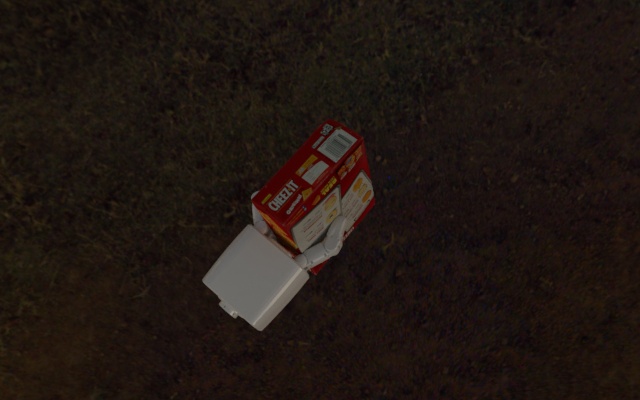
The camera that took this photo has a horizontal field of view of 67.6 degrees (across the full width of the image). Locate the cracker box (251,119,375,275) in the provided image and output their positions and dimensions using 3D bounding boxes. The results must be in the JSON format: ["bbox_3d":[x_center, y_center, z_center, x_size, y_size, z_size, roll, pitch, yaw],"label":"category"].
[{"bbox_3d":[0.000,0.002,0.723,0.072,0.164,0.214,36,-14,24],"label":"cracker box"}]
